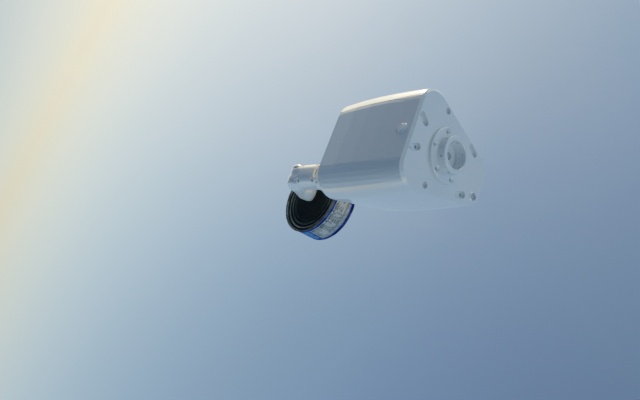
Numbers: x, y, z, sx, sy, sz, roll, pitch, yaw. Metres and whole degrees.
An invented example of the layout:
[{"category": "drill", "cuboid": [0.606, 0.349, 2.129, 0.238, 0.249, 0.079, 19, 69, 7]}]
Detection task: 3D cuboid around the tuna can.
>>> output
[{"category": "tuna can", "cuboid": [0.000, 0.002, 0.556, 0.034, 0.086, 0.086, 29, -18, -36]}]
